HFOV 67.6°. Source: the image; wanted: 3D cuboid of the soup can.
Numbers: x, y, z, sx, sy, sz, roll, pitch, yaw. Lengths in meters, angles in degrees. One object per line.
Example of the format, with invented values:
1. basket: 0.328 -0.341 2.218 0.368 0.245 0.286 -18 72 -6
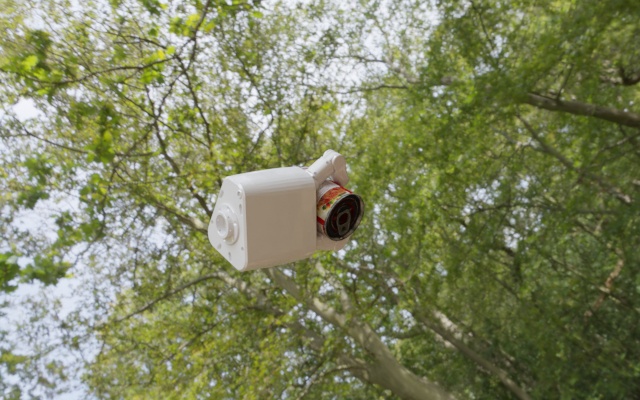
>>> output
1. soup can: 0.000 0.002 0.648 0.068 0.068 0.102 0 24 -44
